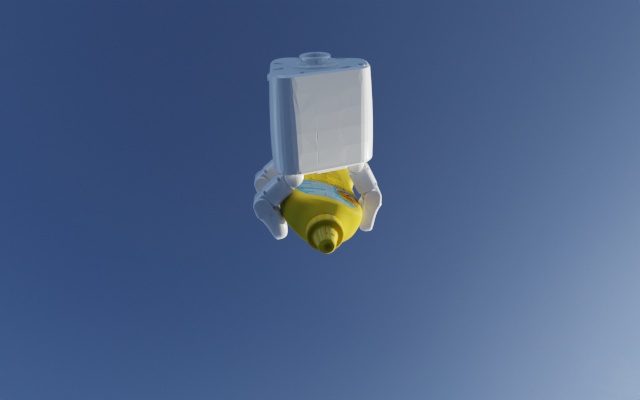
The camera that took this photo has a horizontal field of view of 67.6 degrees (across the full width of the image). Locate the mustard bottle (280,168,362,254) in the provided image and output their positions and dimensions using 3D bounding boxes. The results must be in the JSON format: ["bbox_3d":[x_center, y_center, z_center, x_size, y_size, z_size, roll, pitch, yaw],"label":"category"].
[{"bbox_3d":[0.000,0.002,0.569,0.096,0.058,0.191,18,25,-14],"label":"mustard bottle"}]
